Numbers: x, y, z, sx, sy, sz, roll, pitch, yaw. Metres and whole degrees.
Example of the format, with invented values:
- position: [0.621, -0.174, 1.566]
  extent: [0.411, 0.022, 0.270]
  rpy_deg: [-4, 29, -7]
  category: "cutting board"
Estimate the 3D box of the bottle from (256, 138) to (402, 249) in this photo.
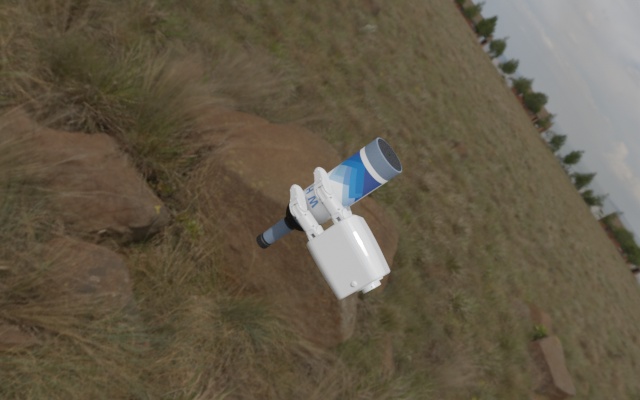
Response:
- position: [0.000, 0.002, 0.818]
  extent: [0.296, 0.069, 0.069]
  rpy_deg: [-34, -17, 26]
  category: "bottle"
